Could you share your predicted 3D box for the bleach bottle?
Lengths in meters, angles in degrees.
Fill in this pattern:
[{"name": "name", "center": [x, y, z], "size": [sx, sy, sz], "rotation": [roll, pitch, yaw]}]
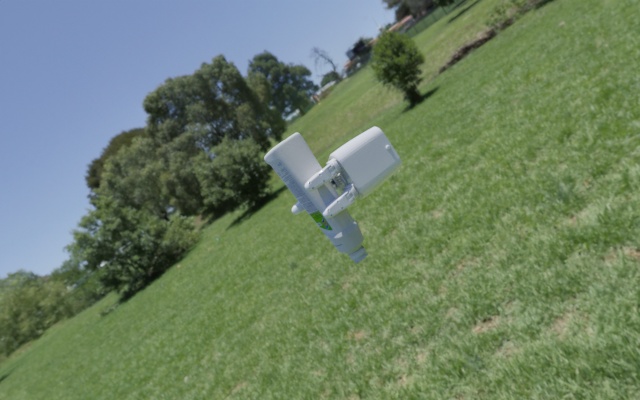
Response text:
[{"name": "bleach bottle", "center": [0.000, 0.003, 0.859], "size": [0.068, 0.251, 0.102], "rotation": [-36, 5, -16]}]
